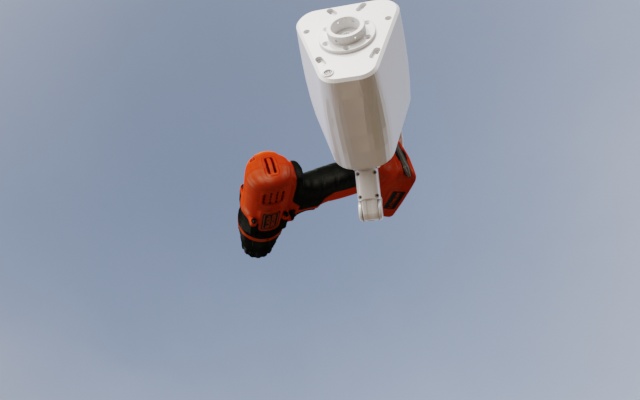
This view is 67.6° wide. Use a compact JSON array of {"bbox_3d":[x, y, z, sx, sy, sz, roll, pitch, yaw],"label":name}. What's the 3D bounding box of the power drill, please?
[{"bbox_3d":[0.001,0.001,0.536,0.187,0.057,0.184,-13,-25,-19],"label":"power drill"}]
